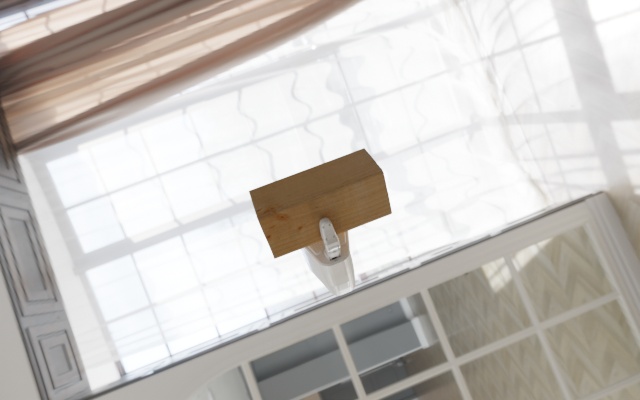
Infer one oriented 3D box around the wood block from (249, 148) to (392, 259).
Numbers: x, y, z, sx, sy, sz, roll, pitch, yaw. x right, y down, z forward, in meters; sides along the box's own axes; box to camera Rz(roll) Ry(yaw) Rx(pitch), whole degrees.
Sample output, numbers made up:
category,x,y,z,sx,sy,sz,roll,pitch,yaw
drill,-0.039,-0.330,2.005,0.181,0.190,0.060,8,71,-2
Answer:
category,x,y,z,sx,sy,sz,roll,pitch,yaw
wood block,0.000,0.003,0.780,0.206,0.090,0.090,-21,35,-5
